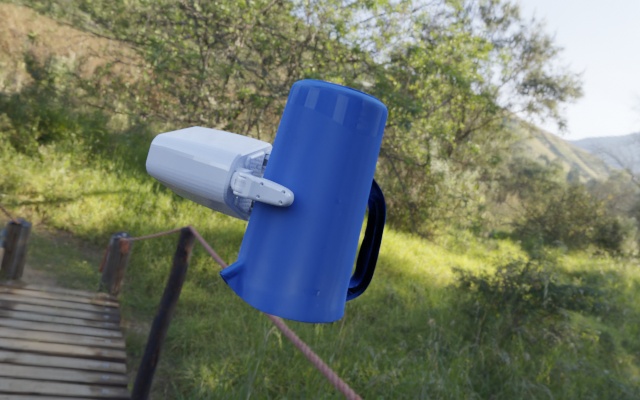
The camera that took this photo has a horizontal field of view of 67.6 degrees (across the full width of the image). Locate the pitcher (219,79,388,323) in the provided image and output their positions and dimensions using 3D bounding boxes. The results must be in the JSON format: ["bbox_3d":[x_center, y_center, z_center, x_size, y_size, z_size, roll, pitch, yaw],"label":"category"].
[{"bbox_3d":[0.000,0.002,0.531,0.145,0.243,0.149,17,5,14],"label":"pitcher"}]
